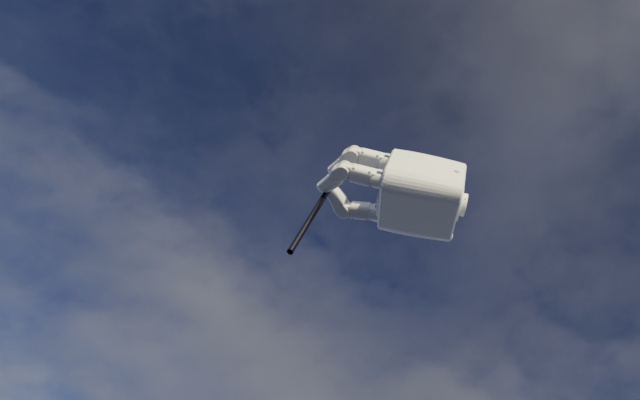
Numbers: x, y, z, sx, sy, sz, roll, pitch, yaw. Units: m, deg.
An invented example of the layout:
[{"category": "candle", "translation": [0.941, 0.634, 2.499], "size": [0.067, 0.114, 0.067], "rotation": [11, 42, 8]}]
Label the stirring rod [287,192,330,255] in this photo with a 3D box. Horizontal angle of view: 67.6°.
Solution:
[{"category": "stirring rod", "translation": [0.000, 0.002, 0.656], "size": [0.011, 0.011, 0.239], "rotation": [0, 29, 20]}]
